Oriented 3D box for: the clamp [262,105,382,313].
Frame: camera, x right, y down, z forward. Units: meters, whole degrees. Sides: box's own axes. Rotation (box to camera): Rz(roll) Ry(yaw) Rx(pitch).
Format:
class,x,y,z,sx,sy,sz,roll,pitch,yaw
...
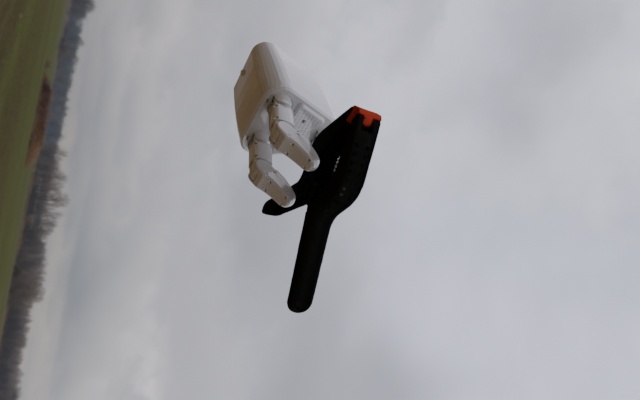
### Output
class,x,y,z,sx,sy,sz,roll,pitch,yaw
clamp,0.001,0.001,0.492,0.036,0.164,0.210,12,-48,-30
